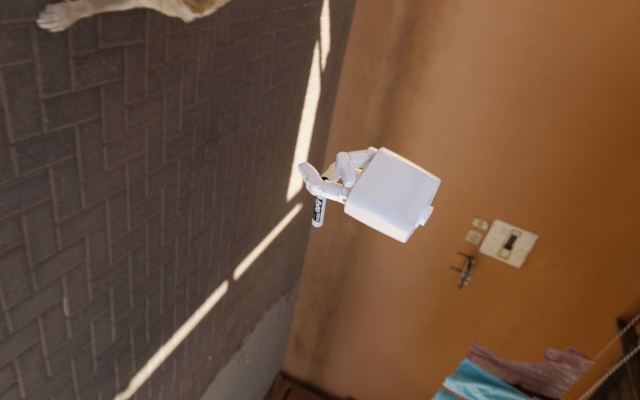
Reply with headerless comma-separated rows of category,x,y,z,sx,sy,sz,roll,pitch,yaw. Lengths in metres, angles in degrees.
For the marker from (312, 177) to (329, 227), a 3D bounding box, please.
marker,0.000,0.003,0.791,0.020,0.020,0.121,0,-38,-7
